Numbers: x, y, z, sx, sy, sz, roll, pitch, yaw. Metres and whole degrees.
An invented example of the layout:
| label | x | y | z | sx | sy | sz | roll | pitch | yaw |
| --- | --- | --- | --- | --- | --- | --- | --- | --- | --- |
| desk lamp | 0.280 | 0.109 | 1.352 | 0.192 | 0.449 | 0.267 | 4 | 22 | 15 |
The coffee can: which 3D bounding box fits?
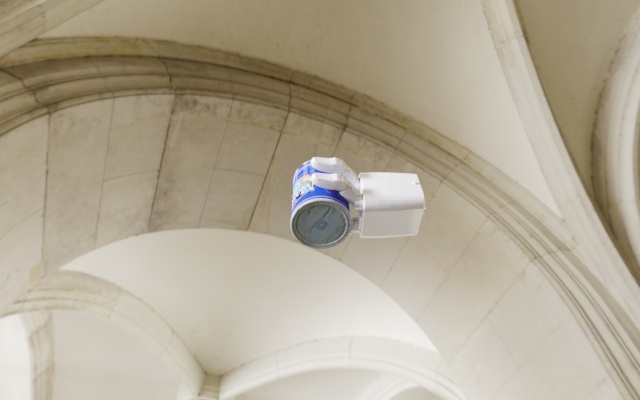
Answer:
| label | x | y | z | sx | sy | sz | roll | pitch | yaw |
| --- | --- | --- | --- | --- | --- | --- | --- | --- | --- |
| coffee can | 0.000 | 0.003 | 0.854 | 0.103 | 0.103 | 0.140 | 0 | 34 | -1 |
